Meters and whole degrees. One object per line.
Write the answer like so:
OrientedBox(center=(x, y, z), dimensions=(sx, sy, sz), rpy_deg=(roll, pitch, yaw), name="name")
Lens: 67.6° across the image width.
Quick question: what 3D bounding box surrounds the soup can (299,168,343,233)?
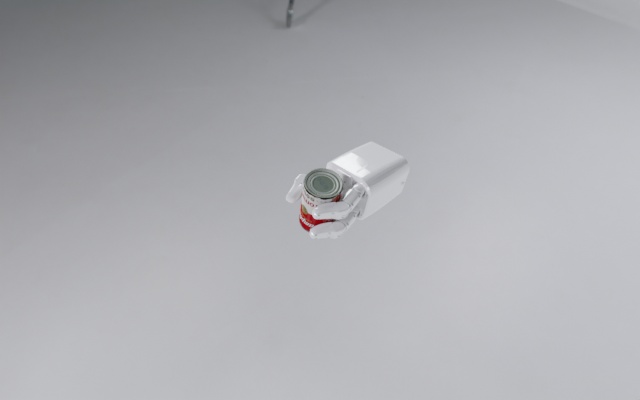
OrientedBox(center=(0.000, 0.003, 0.820), dimensions=(0.068, 0.068, 0.102), rpy_deg=(0, -39, -8), name="soup can")
